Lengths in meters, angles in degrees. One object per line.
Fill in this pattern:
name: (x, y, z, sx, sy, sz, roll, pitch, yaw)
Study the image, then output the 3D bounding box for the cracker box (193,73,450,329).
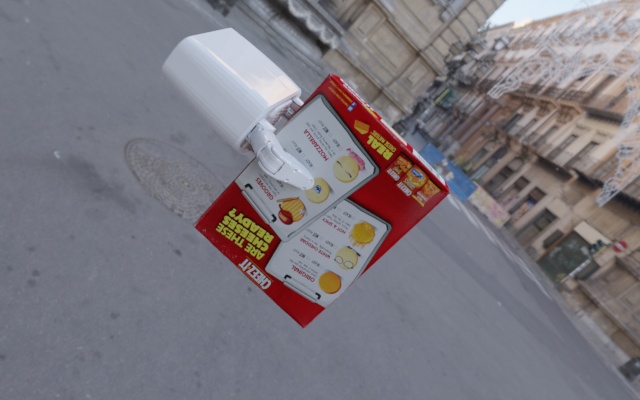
cracker box: (0.000, 0.002, 0.507, 0.214, 0.164, 0.072, -46, 3, 16)
